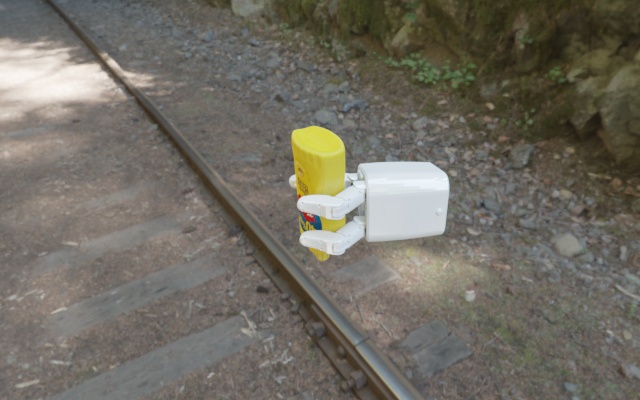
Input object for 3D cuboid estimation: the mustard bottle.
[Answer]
[{"bbox_3d":[0.000,0.002,0.654,0.058,0.192,0.096,-17,34,-22],"label":"mustard bottle"}]
